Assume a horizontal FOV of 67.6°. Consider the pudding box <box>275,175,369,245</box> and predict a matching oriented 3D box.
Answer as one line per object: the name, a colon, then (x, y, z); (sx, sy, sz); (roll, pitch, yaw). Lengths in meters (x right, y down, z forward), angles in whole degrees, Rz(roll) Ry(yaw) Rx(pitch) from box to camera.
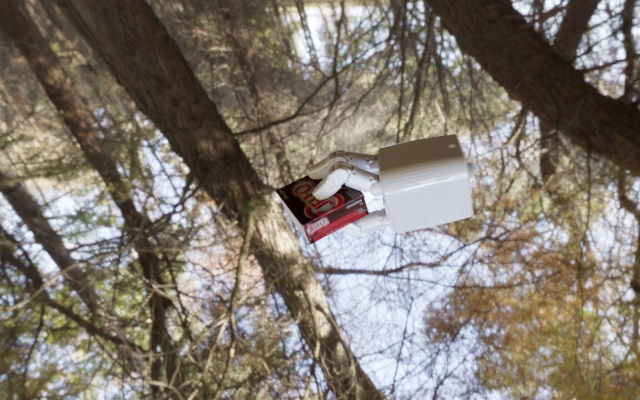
pudding box: (0.000, 0.002, 0.647); (0.090, 0.039, 0.113); (-26, 31, -12)
